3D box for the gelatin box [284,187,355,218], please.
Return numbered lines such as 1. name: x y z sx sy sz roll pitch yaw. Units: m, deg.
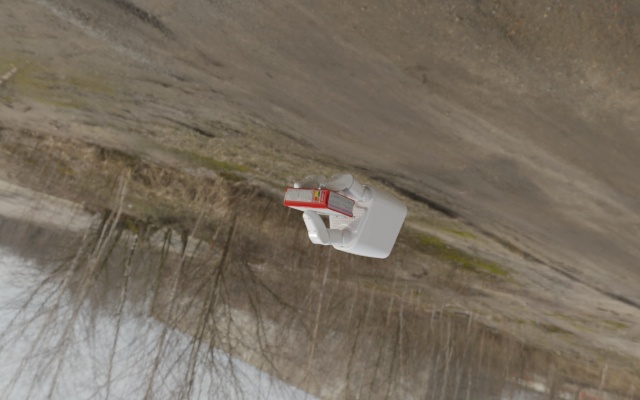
1. gelatin box: 0.000 0.003 0.713 0.073 0.030 0.089 5 -7 30
